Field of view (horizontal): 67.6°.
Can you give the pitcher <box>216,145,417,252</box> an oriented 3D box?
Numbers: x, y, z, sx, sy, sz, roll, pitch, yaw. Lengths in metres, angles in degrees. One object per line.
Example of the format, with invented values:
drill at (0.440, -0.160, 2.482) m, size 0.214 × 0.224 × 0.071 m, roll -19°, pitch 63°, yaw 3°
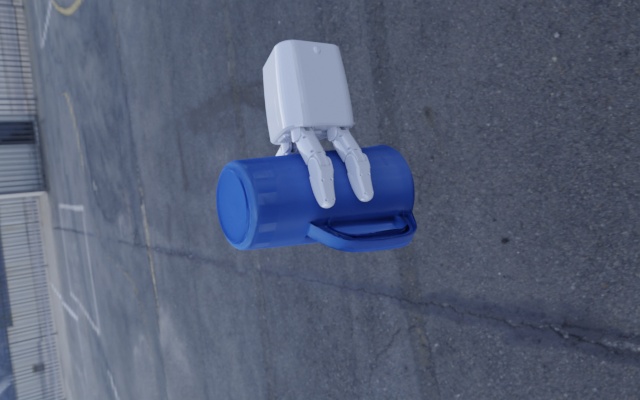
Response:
pitcher at (0.000, 0.002, 0.620) m, size 0.243 × 0.145 × 0.149 m, roll -6°, pitch -4°, yaw -34°
